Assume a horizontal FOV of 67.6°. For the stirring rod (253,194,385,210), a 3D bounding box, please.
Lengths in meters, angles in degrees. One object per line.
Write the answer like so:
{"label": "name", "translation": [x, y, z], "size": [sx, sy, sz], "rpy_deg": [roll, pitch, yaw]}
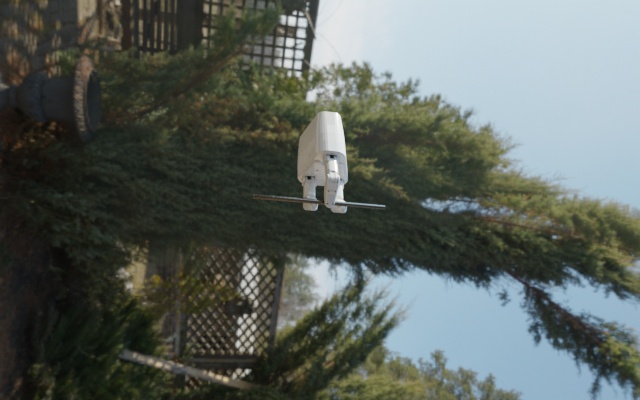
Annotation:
{"label": "stirring rod", "translation": [0.000, 0.003, 0.858], "size": [0.239, 0.011, 0.011], "rpy_deg": [5, -1, -10]}
